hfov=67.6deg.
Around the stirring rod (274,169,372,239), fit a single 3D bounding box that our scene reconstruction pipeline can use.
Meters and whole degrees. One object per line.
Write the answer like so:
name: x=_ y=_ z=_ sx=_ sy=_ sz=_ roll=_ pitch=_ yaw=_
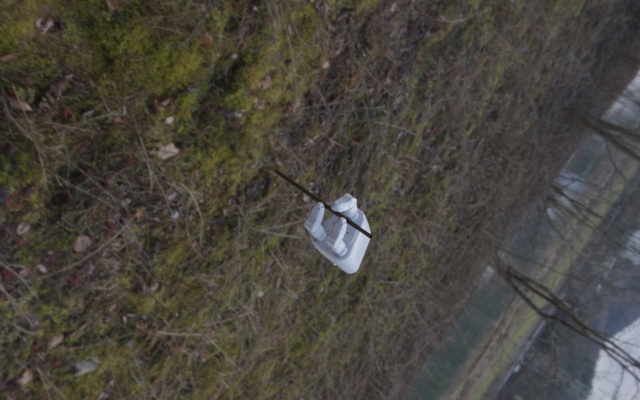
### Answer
stirring rod: x=0.000 y=0.003 z=0.892 sx=0.239 sy=0.011 sz=0.011 roll=35 pitch=17 yaw=27
